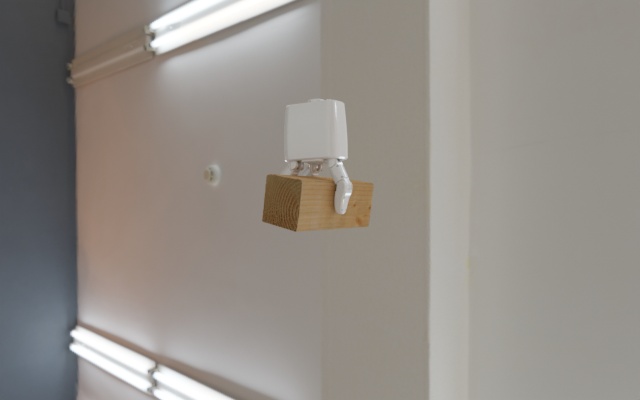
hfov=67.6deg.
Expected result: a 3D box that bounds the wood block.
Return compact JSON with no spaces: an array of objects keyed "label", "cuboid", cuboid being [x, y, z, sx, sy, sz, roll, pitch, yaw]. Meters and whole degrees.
[{"label":"wood block","cuboid":[0.001,0.003,0.899,0.091,0.090,0.206,12,8,41]}]
